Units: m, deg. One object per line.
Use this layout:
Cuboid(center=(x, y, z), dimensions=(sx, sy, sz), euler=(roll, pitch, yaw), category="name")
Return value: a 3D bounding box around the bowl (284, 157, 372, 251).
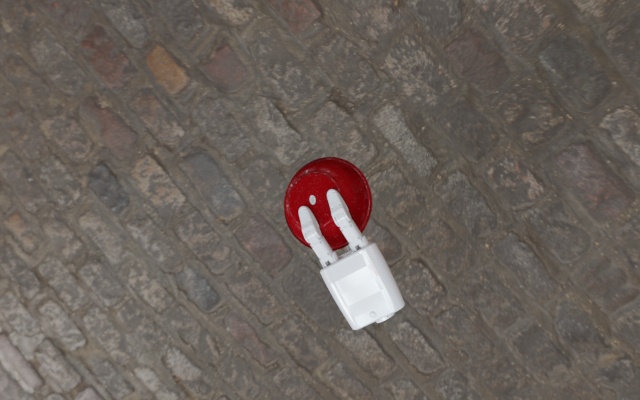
Cuboid(center=(-0.001, 0.002, 0.783), dimensions=(0.162, 0.162, 0.055), euler=(0, -7, 24), category="bowl")
